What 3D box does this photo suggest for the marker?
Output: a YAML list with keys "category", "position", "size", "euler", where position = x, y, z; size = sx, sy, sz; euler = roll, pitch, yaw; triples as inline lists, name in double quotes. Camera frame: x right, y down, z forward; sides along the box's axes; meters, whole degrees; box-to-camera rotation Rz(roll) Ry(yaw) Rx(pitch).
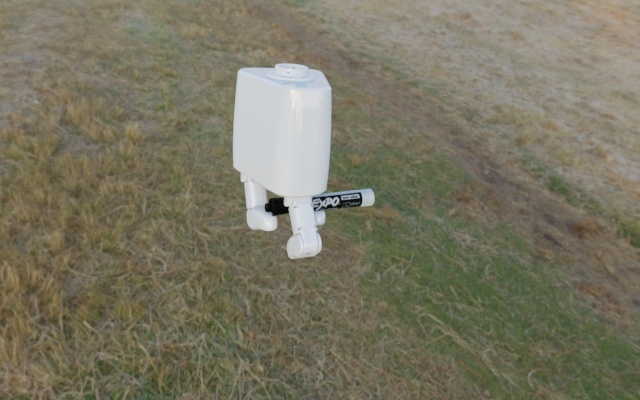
- category: "marker"
  position: [0.000, 0.002, 0.503]
  size: [0.121, 0.020, 0.020]
  euler: [-6, 2, -23]
